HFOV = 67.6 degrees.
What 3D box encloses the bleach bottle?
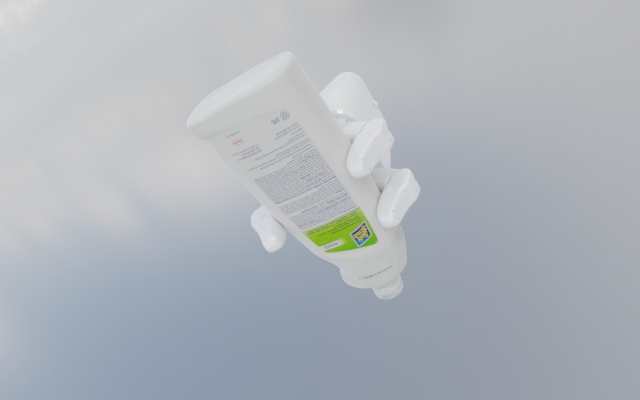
[{"bbox_3d":[0.000,0.001,0.428,0.102,0.251,0.068,-22,30,23],"label":"bleach bottle"}]
